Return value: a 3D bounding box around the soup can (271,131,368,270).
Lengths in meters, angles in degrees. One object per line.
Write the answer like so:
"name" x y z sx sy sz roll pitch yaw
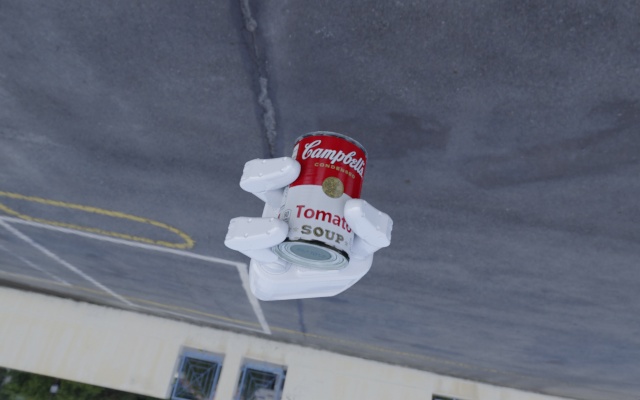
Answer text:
"soup can" 0.000 0.001 0.412 0.068 0.102 0.068 10 -25 4
